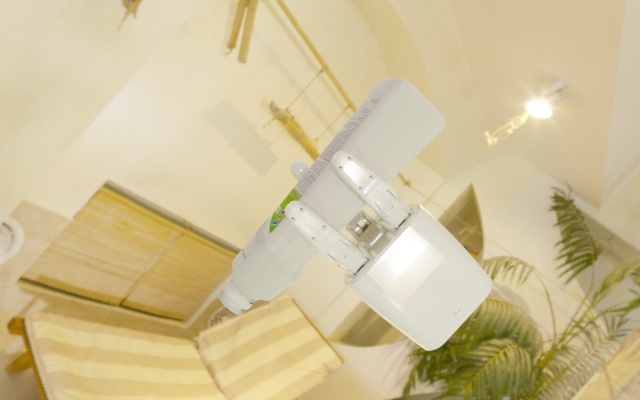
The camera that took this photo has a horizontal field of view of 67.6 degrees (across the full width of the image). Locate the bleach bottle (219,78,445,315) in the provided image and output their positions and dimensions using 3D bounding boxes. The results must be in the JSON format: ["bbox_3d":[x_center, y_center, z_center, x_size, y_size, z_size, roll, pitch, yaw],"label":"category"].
[{"bbox_3d":[0.000,0.001,0.445,0.068,0.251,0.102,42,1,-11],"label":"bleach bottle"}]
